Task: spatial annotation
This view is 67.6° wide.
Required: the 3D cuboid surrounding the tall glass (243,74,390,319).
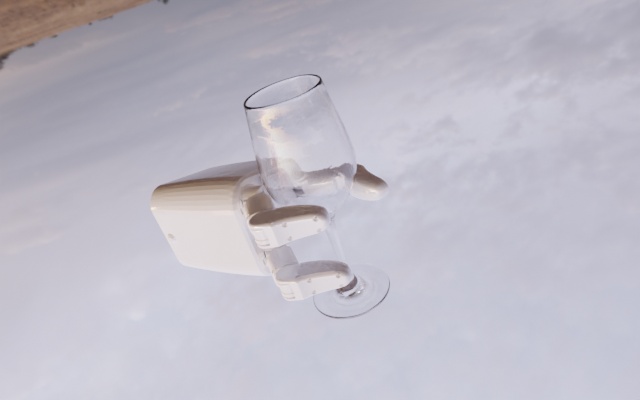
[{"bbox_3d":[0.000,0.002,0.401,0.079,0.201,0.079,-14,29,8],"label":"tall glass"}]
